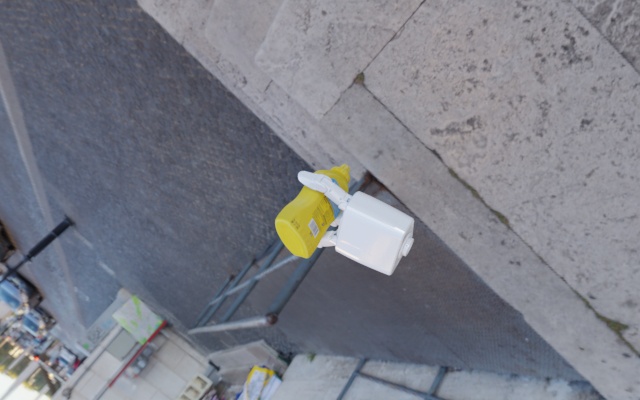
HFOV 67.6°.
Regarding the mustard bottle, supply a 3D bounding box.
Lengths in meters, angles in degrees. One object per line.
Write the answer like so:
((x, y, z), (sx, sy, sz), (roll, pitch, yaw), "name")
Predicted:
((0.000, 0.003, 0.846), (0.058, 0.096, 0.191), (8, 48, 38), "mustard bottle")
